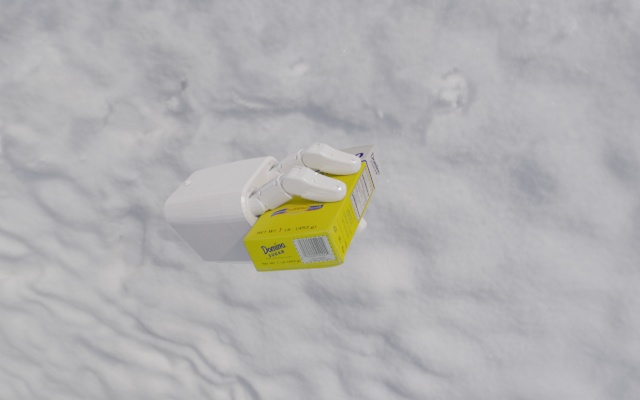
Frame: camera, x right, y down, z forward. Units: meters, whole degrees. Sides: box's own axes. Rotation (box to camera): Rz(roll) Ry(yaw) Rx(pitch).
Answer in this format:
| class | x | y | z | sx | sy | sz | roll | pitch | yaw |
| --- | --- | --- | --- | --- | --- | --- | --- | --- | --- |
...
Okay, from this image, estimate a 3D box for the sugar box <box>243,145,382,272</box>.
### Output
| class | x | y | z | sx | sy | sz | roll | pitch | yaw |
| --- | --- | --- | --- | --- | --- | --- | --- | --- | --- |
| sugar box | 0.000 | 0.001 | 0.502 | 0.093 | 0.048 | 0.176 | -7 | 31 | 24 |
